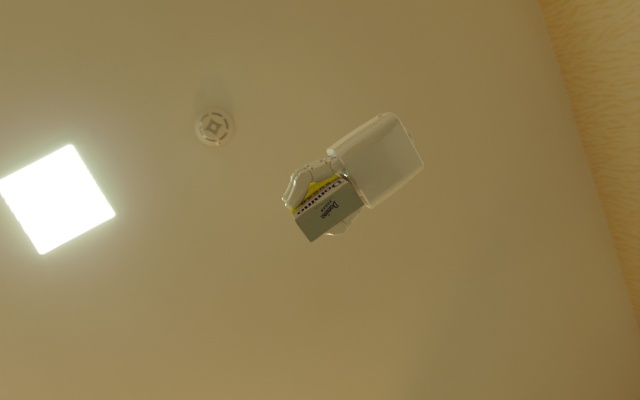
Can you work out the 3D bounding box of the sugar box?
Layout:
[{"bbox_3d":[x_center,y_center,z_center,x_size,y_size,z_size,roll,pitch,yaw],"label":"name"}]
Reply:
[{"bbox_3d":[0.000,0.002,0.724,0.093,0.048,0.176,-35,10,-2],"label":"sugar box"}]
